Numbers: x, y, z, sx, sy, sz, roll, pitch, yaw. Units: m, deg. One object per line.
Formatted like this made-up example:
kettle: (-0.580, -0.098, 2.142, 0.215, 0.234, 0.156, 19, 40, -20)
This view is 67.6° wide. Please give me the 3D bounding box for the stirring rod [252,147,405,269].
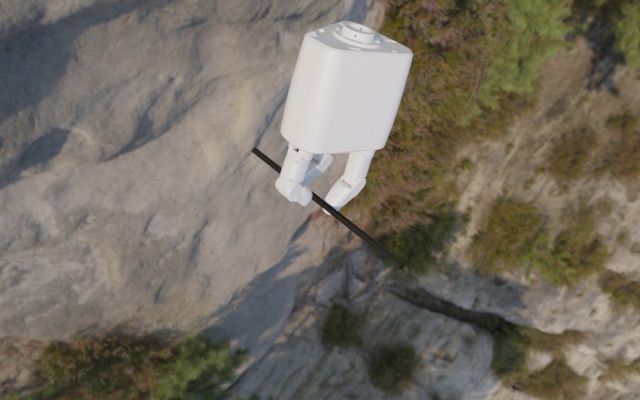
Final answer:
stirring rod: (0.000, 0.002, 0.545, 0.239, 0.011, 0.011, 38, 20, 28)
